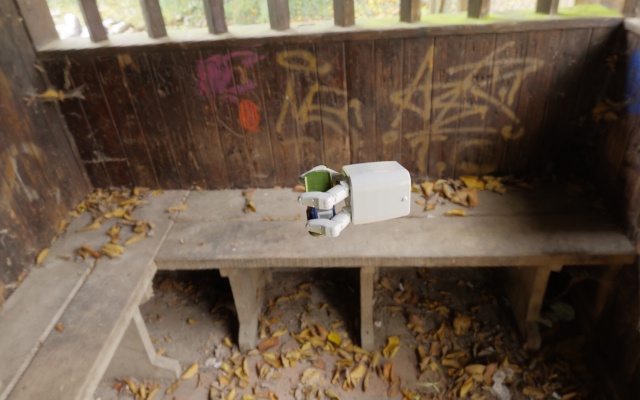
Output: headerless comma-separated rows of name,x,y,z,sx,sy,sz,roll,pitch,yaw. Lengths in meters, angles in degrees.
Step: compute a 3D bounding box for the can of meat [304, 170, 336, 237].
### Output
can of meat,0.000,0.003,0.881,0.057,0.084,0.102,-7,34,-2
